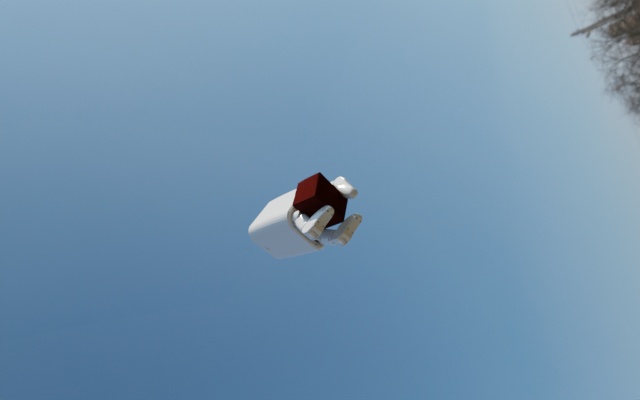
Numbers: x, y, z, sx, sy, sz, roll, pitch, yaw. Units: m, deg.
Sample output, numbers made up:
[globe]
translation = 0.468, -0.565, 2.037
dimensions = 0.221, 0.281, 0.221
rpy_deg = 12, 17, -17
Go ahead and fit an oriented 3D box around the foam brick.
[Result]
[foam brick]
translation = 0.000, 0.002, 0.788
dimensions = 0.051, 0.053, 0.078
rpy_deg = -22, -50, 35
